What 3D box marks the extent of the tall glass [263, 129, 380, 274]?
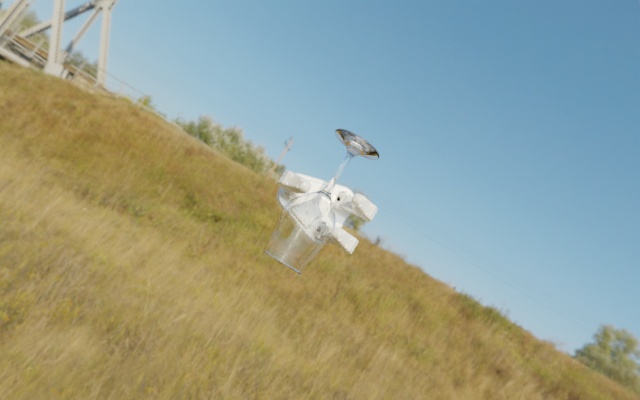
[{"bbox_3d":[0.000,0.002,0.669,0.079,0.201,0.079,32,-9,6],"label":"tall glass"}]
